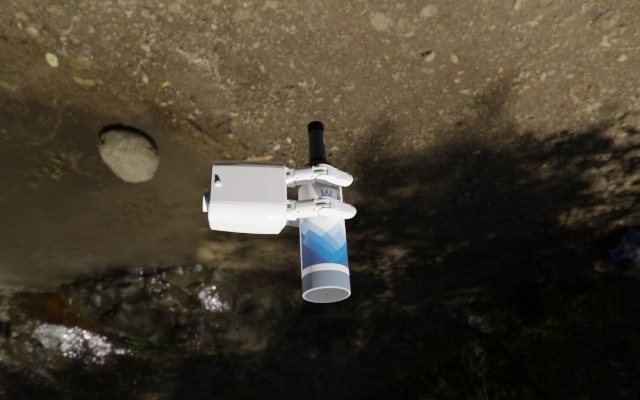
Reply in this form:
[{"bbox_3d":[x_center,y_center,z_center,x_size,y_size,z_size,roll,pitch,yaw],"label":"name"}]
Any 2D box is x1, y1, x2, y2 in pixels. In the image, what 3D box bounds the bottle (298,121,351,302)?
[{"bbox_3d":[0.000,0.003,0.728,0.069,0.295,0.069,-3,-29,-2],"label":"bottle"}]
